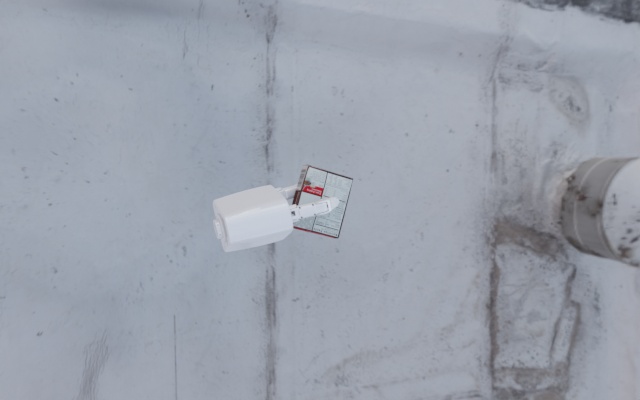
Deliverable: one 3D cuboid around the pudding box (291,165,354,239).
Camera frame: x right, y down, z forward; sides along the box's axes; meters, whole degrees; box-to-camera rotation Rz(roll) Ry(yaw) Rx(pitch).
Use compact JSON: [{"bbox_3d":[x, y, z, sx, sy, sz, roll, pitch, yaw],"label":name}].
[{"bbox_3d":[0.000,0.003,0.837,0.090,0.113,0.039,16,-2,-18],"label":"pudding box"}]
